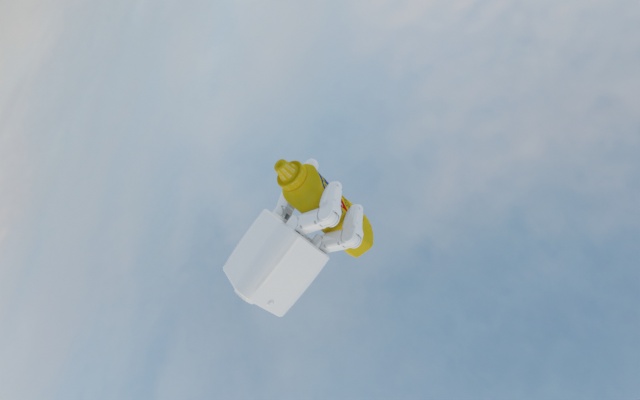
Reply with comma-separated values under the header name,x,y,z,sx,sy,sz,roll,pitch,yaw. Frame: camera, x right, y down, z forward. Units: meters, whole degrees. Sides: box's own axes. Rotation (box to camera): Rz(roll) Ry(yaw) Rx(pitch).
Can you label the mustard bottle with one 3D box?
name,x,y,z,sx,sy,sz,roll,pitch,yaw
mustard bottle,0.000,0.002,0.668,0.058,0.096,0.192,-36,-47,13
